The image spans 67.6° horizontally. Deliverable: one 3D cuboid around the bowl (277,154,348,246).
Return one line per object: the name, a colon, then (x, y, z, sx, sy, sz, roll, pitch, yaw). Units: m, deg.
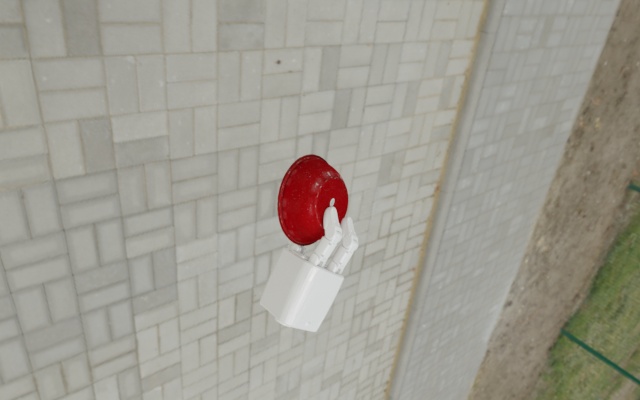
bowl: (0.001, 0.001, 0.821, 0.055, 0.162, 0.162, 8, 5, 38)
